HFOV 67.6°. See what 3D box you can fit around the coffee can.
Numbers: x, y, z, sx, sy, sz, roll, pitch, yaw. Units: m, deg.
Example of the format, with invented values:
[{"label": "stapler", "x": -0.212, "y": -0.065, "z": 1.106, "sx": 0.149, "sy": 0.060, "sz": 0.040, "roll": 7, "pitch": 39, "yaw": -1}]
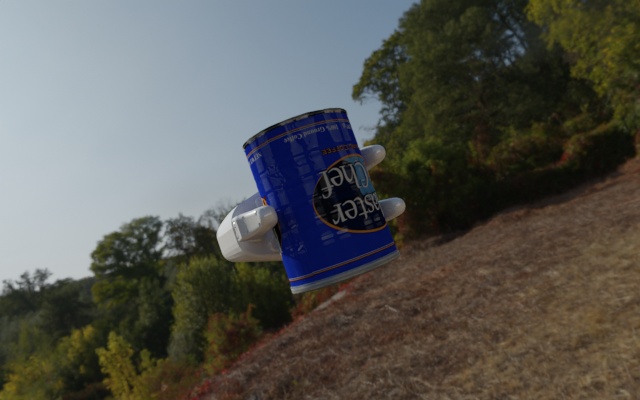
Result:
[{"label": "coffee can", "x": 0.000, "y": 0.002, "z": 0.435, "sx": 0.103, "sy": 0.140, "sz": 0.103, "roll": -20, "pitch": -4, "yaw": -2}]
